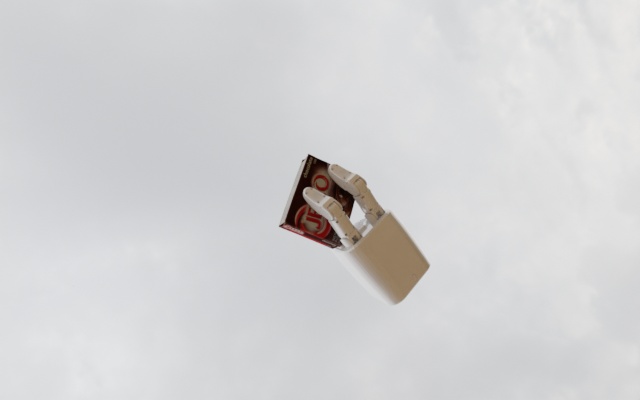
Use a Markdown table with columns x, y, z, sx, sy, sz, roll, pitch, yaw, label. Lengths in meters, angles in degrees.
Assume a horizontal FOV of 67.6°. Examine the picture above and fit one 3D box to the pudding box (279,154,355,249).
| x | y | z | sx | sy | sz | roll | pitch | yaw | label |
| --- | --- | --- | --- | --- | --- | --- | --- | --- | --- |
| 0.000 | 0.002 | 0.692 | 0.090 | 0.113 | 0.039 | 23 | -22 | -16 | pudding box |
